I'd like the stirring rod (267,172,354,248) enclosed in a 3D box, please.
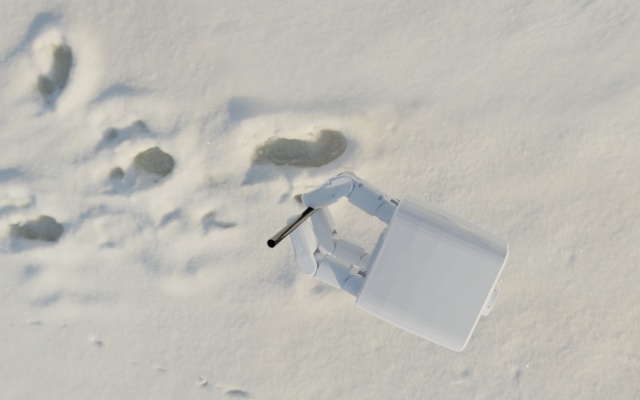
[{"bbox_3d":[0.000,0.002,0.502,0.011,0.011,0.239,0,16,21],"label":"stirring rod"}]
